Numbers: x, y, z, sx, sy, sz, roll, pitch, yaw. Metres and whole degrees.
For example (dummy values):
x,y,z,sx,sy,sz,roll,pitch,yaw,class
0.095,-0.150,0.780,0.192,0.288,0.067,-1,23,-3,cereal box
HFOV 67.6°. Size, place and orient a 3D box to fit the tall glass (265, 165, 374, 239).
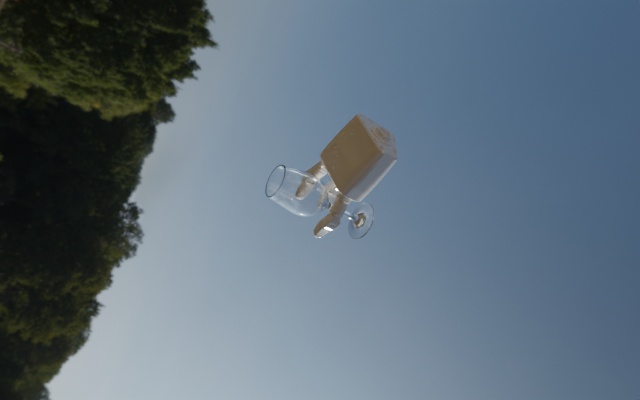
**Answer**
x,y,z,sx,sy,sz,roll,pitch,yaw,class
0.001,0.003,0.870,0.201,0.079,0.079,25,-13,-29,tall glass
